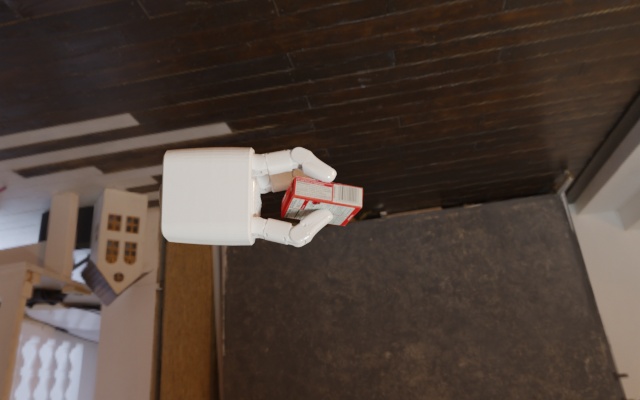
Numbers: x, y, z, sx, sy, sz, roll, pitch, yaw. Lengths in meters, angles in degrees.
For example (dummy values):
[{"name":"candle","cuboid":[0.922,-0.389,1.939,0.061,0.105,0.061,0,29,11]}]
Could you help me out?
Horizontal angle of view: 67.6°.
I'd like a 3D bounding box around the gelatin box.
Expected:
[{"name":"gelatin box","cuboid":[0.000,0.002,0.598,0.089,0.030,0.073,10,-23,-11]}]
